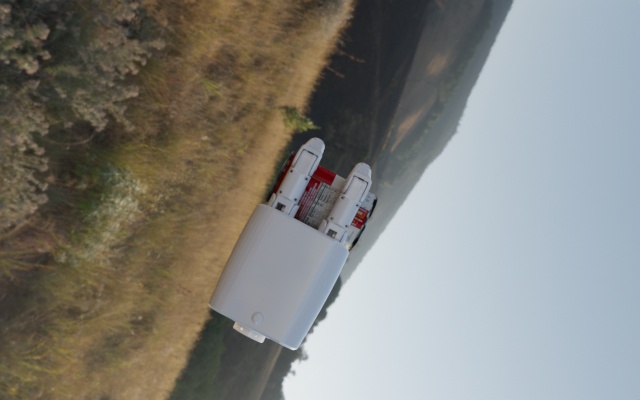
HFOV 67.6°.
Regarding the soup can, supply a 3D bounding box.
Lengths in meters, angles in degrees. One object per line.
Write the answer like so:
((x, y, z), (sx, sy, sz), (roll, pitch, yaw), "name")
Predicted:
((0.001, 0.001, 0.502), (0.102, 0.068, 0.068), (28, -1, -1), "soup can")
